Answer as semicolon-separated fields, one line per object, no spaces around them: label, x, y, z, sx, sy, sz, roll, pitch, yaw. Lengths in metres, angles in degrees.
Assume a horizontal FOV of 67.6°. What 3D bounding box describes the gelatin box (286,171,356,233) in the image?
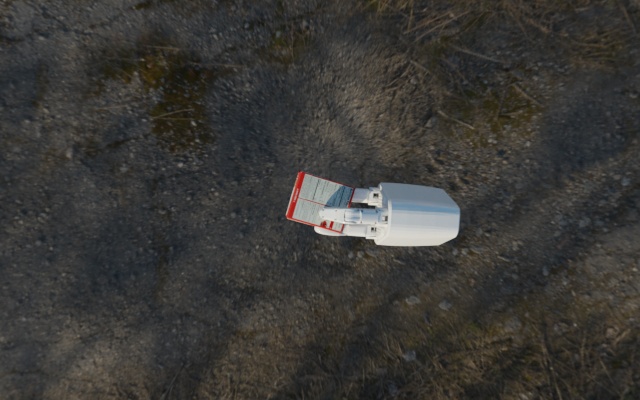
gelatin box;0.000;0.002;0.719;0.089;0.073;0.030;16;3;-9
